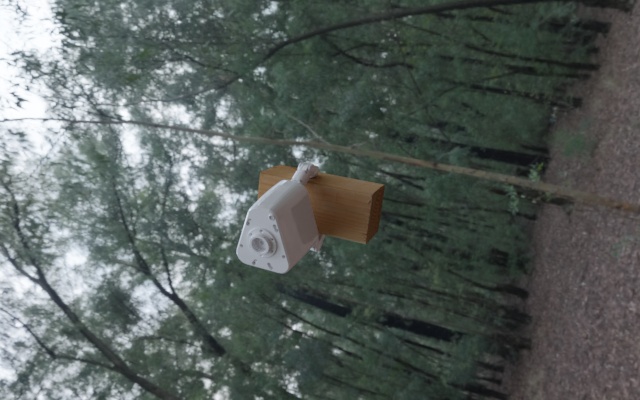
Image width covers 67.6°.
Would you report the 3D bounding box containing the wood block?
[{"bbox_3d":[0.000,0.003,0.851,0.206,0.091,0.090,12,16,18],"label":"wood block"}]
